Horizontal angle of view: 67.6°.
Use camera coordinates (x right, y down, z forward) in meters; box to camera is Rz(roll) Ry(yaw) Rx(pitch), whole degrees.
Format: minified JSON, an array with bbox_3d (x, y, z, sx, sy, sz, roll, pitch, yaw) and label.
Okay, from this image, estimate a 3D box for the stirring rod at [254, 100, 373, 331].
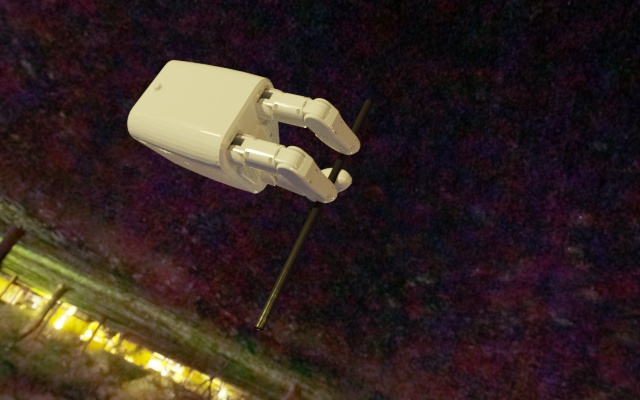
[{"bbox_3d":[0.000,0.001,0.420,0.011,0.239,0.011,21,-25,11],"label":"stirring rod"}]
